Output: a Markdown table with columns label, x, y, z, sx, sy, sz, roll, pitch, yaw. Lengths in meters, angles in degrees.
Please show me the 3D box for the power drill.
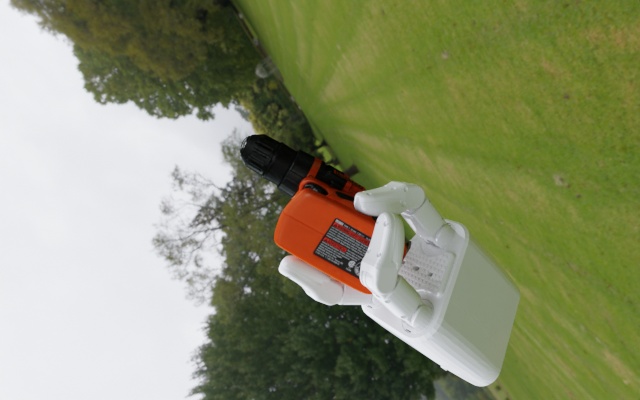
| label | x | y | z | sx | sy | sz | roll | pitch | yaw |
| --- | --- | --- | --- | --- | --- | --- | --- | --- | --- |
| power drill | 0.000 | 0.002 | 0.453 | 0.184 | 0.057 | 0.187 | 28 | 14 | -10 |
